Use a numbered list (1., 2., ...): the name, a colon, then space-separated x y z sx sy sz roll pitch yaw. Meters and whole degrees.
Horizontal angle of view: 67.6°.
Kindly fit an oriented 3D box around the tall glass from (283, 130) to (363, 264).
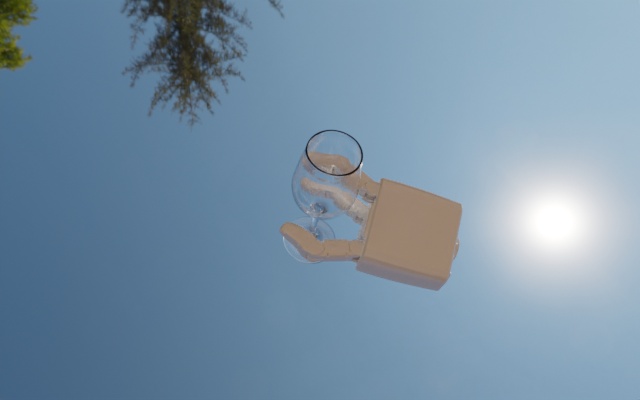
1. tall glass: 0.000 0.002 0.583 0.079 0.079 0.201 0 -32 -10
